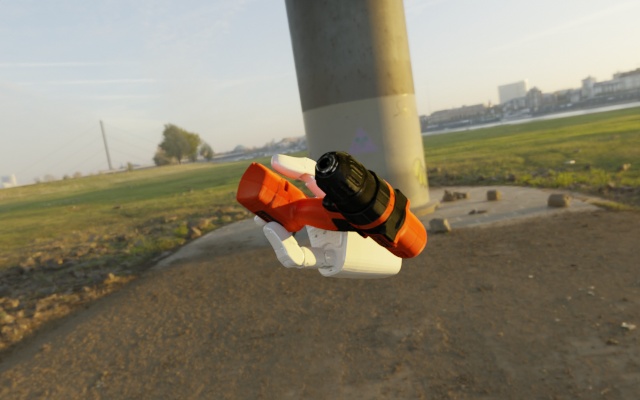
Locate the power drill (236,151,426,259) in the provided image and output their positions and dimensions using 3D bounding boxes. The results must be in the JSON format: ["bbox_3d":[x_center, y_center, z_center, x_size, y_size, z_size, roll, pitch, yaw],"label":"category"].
[{"bbox_3d":[0.000,0.002,0.506,0.187,0.057,0.184,10,-21,40],"label":"power drill"}]
